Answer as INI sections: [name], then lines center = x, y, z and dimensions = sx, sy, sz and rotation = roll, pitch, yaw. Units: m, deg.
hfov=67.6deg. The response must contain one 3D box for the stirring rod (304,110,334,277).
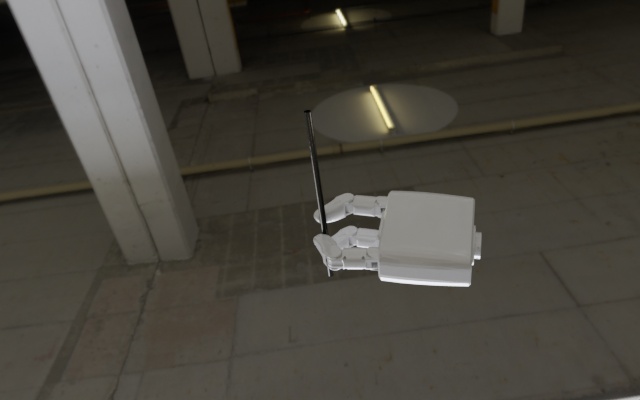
[stirring rod]
center = 0.000, 0.002, 0.590
dimensions = 0.011, 0.240, 0.011
rotation = -6, 33, 4
